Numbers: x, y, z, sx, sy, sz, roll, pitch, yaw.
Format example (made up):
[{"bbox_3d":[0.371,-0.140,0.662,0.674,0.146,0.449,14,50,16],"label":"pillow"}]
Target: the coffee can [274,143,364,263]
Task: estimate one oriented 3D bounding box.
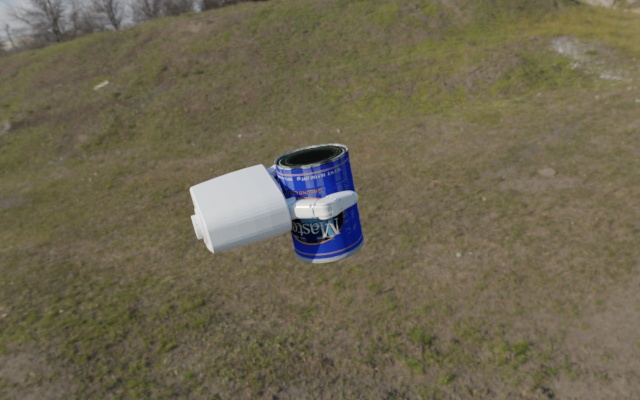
[{"bbox_3d":[0.000,0.002,0.669,0.103,0.140,0.102,-10,20,4],"label":"coffee can"}]
